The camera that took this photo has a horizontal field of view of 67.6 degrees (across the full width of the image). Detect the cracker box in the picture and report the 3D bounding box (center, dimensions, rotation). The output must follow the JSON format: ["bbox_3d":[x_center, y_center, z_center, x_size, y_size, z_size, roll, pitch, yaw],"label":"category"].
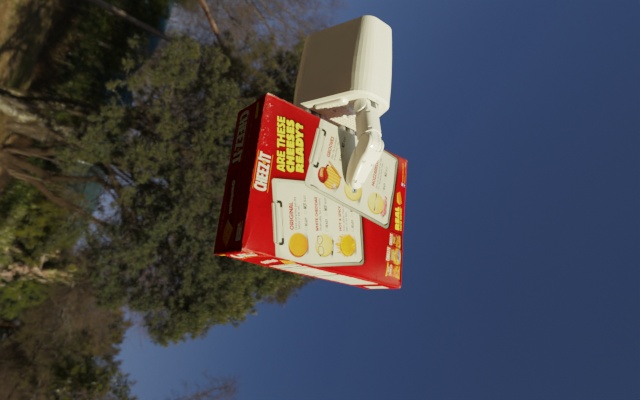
[{"bbox_3d":[0.000,0.002,0.537,0.214,0.164,0.072,19,-22,-35],"label":"cracker box"}]
